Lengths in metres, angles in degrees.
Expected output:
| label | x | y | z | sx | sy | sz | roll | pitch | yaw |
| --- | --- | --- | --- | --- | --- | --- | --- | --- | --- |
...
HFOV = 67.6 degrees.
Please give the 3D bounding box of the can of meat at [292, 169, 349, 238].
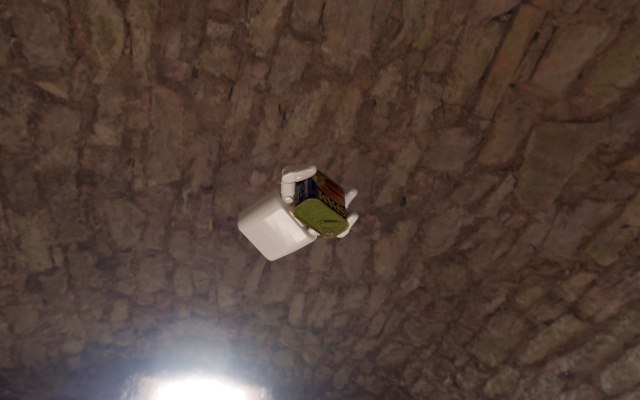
| label | x | y | z | sx | sy | sz | roll | pitch | yaw |
| --- | --- | --- | --- | --- | --- | --- | --- | --- | --- |
| can of meat | 0.000 | 0.002 | 0.826 | 0.057 | 0.083 | 0.102 | -34 | -53 | 28 |
